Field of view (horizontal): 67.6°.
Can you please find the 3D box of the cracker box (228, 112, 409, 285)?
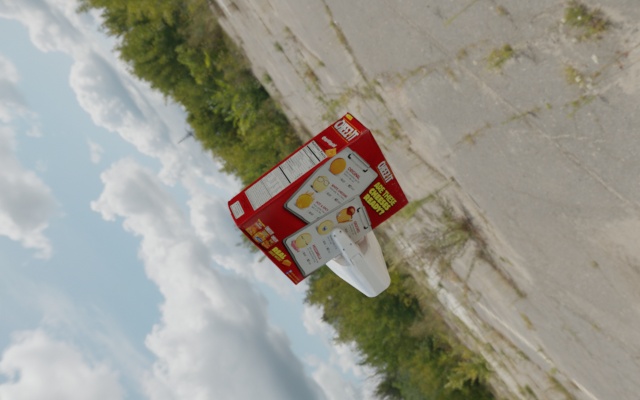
[{"bbox_3d":[0.000,0.002,0.687,0.164,0.213,0.072,53,0,-43],"label":"cracker box"}]
